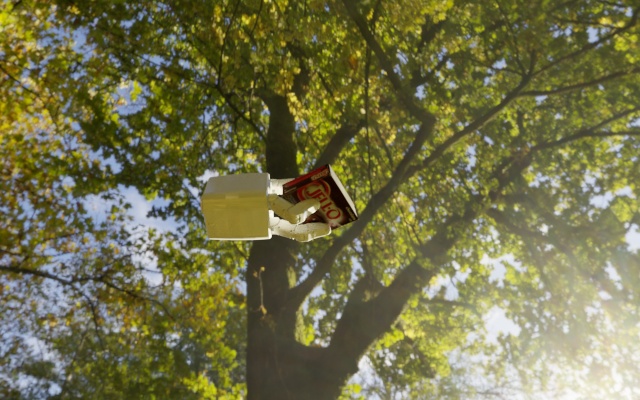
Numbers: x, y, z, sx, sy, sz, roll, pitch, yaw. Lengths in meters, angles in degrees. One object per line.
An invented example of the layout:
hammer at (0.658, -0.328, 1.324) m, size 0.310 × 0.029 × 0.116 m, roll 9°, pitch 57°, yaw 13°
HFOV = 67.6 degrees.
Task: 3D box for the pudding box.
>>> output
pudding box at (0.000, 0.003, 0.803) m, size 0.090 × 0.039 × 0.114 m, roll -23°, pitch -50°, yaw 15°
